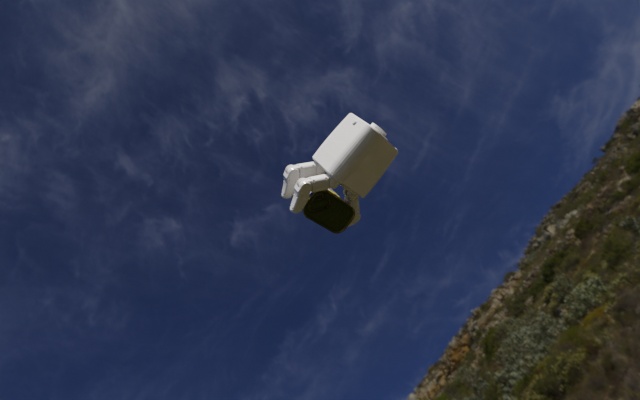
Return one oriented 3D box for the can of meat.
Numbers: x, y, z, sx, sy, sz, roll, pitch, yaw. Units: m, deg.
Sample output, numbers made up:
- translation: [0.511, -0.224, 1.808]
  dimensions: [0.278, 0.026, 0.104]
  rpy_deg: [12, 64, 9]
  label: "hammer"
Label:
- translation: [0.000, 0.003, 0.857]
  dimensions: [0.102, 0.057, 0.084]
  rpy_deg: [31, 10, -35]
  label: "can of meat"
